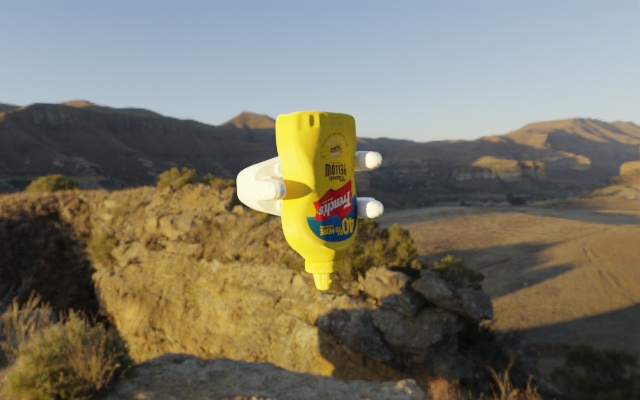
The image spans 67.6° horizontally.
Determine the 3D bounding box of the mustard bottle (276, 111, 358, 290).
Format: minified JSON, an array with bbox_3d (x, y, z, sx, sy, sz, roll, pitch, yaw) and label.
[{"bbox_3d":[0.000,0.001,0.523,0.058,0.191,0.096,1,5,43],"label":"mustard bottle"}]
